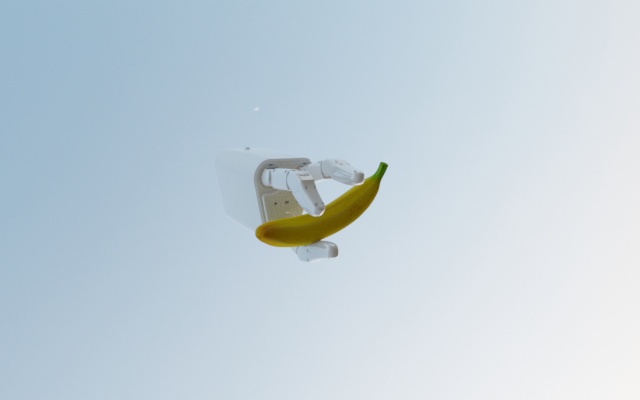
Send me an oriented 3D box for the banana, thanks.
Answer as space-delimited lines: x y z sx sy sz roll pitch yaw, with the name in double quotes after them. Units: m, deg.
0.004 0.016 0.583 0.197 0.070 0.037 -30 41 -29 "banana"
